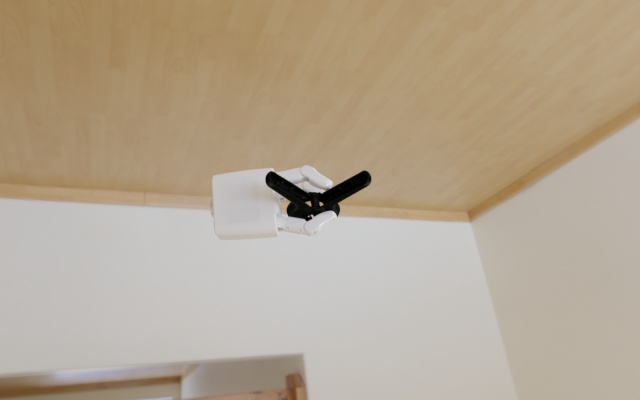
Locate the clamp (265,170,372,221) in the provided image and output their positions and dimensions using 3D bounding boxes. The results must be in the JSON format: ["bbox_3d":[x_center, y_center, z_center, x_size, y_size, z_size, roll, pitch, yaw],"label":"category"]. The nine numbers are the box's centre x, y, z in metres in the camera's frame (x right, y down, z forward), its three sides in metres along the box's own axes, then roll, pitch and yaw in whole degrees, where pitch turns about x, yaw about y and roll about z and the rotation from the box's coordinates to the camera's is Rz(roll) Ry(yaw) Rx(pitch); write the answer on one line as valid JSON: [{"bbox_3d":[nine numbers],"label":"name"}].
[{"bbox_3d":[0.000,0.004,0.815,0.164,0.036,0.210,-3,-25,1],"label":"clamp"}]
